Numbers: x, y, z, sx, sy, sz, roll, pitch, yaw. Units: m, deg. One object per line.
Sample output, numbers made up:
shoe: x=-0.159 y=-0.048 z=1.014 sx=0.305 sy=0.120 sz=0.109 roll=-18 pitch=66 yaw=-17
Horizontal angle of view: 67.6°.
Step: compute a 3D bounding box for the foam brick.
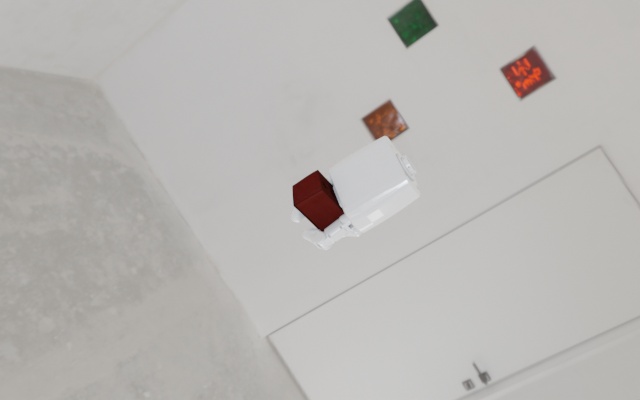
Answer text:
foam brick: x=0.000 y=0.002 z=0.734 sx=0.051 sy=0.053 sz=0.078 roll=-32 pitch=-53 yaw=18
